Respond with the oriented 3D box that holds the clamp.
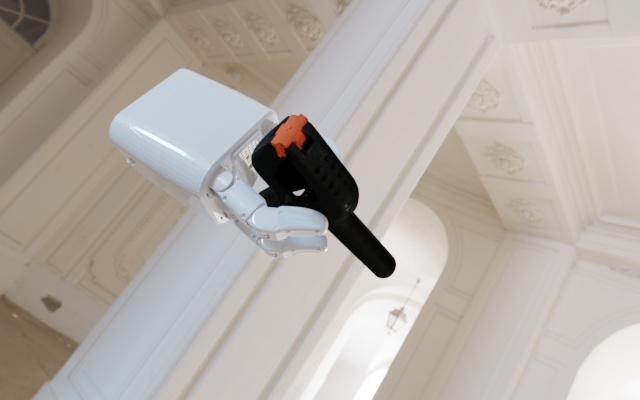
[{"bbox_3d":[0.000,0.000,0.410,0.164,0.036,0.210,28,-19,12],"label":"clamp"}]
